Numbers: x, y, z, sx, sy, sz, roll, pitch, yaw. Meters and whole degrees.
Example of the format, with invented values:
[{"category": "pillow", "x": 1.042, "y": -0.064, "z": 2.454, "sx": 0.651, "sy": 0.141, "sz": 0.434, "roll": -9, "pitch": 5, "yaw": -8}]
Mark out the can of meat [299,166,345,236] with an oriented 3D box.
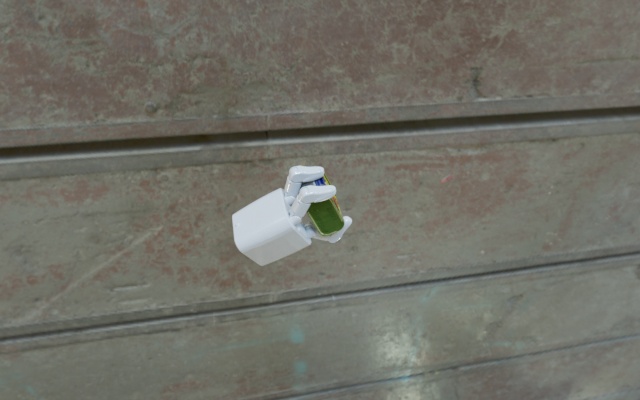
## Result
[{"category": "can of meat", "x": 0.000, "y": 0.003, "z": 0.867, "sx": 0.057, "sy": 0.102, "sz": 0.084, "roll": -25, "pitch": 42, "yaw": 6}]
